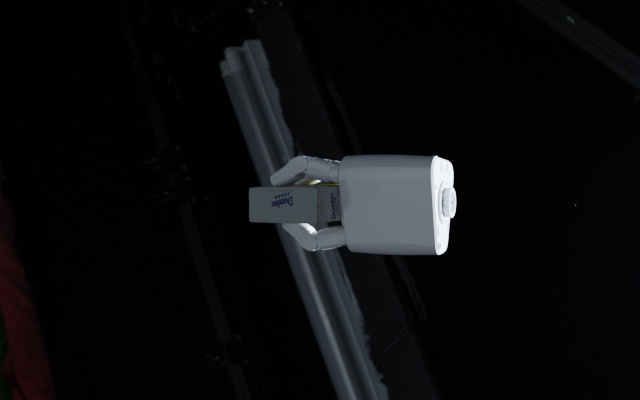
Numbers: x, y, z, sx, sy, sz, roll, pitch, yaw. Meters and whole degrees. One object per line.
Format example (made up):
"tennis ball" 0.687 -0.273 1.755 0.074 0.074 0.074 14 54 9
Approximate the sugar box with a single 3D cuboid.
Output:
"sugar box" 0.000 0.001 0.594 0.093 0.048 0.176 0 0 28
